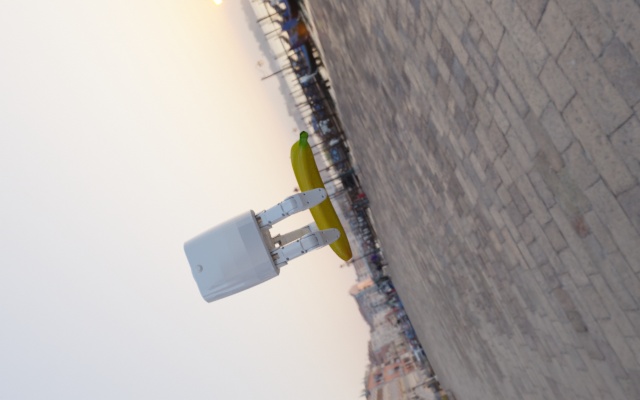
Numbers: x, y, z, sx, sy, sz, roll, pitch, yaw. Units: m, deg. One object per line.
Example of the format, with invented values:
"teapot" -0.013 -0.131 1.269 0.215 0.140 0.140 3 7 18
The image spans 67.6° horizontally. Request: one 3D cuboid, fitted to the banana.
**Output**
"banana" -0.004 -0.004 0.692 0.037 0.198 0.069 -23 14 -5
